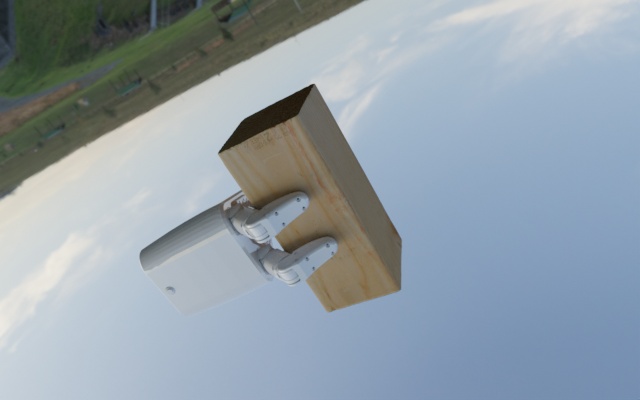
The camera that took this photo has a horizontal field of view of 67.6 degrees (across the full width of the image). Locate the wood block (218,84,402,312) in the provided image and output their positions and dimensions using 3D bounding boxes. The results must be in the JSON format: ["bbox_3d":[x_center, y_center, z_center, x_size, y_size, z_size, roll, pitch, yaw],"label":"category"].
[{"bbox_3d":[0.000,0.002,0.488,0.090,0.206,0.090,-22,25,21],"label":"wood block"}]
